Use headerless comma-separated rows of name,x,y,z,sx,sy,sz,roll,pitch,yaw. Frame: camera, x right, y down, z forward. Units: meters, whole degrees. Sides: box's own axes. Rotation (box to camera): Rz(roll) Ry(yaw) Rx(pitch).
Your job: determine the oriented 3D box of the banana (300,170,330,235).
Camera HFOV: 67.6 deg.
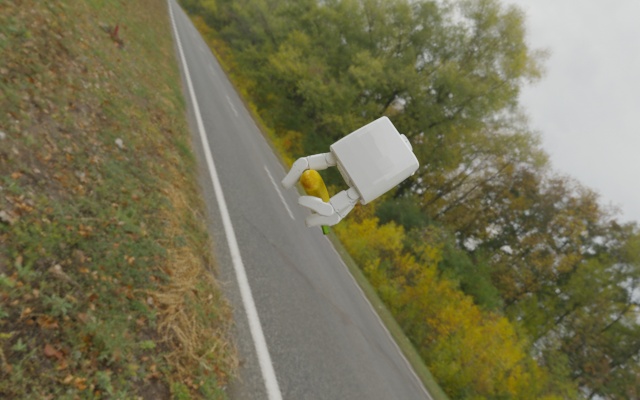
banana,-0.005,-0.011,0.831,0.037,0.069,0.198,-22,-30,0
